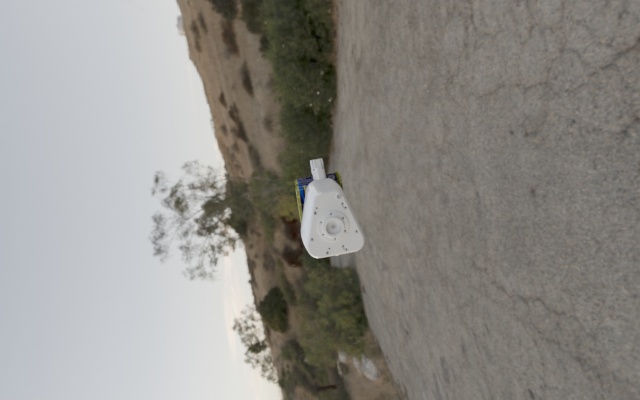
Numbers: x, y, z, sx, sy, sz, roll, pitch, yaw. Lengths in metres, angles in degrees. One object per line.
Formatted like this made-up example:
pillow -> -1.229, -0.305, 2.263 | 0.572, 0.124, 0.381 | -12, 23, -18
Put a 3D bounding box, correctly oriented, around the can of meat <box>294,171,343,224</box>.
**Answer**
can of meat -> 0.000, 0.003, 0.883 | 0.084, 0.102, 0.057 | -10, 14, -4
